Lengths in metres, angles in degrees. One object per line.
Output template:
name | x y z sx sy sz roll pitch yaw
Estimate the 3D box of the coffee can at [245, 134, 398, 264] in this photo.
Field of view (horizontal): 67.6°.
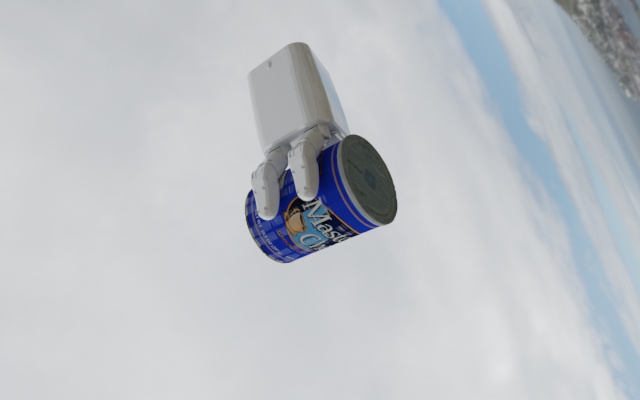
coffee can | 0.000 0.002 0.537 0.140 0.102 0.103 -25 -14 32
